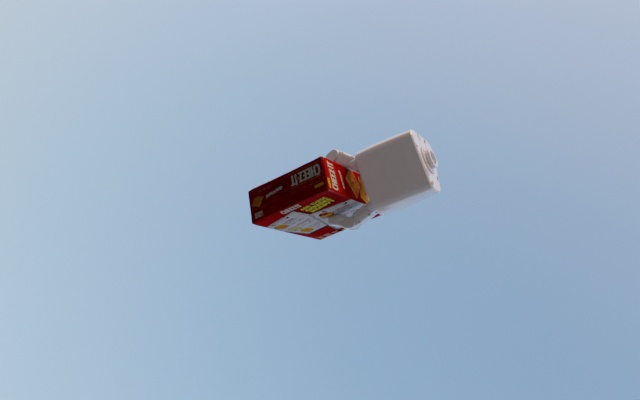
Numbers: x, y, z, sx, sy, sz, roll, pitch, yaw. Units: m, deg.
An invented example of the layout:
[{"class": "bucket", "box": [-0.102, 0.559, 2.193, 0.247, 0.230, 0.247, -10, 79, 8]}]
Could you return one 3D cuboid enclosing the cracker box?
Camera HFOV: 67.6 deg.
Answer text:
[{"class": "cracker box", "box": [0.000, 0.003, 0.873, 0.164, 0.072, 0.214, -24, -24, 27]}]
